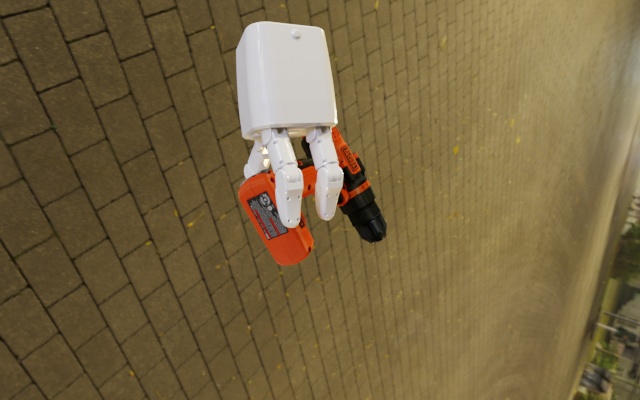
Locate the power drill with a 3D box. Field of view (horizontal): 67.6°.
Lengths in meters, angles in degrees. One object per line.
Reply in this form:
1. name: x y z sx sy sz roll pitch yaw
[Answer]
1. power drill: 0.000 0.002 0.583 0.057 0.184 0.187 -26 7 37
